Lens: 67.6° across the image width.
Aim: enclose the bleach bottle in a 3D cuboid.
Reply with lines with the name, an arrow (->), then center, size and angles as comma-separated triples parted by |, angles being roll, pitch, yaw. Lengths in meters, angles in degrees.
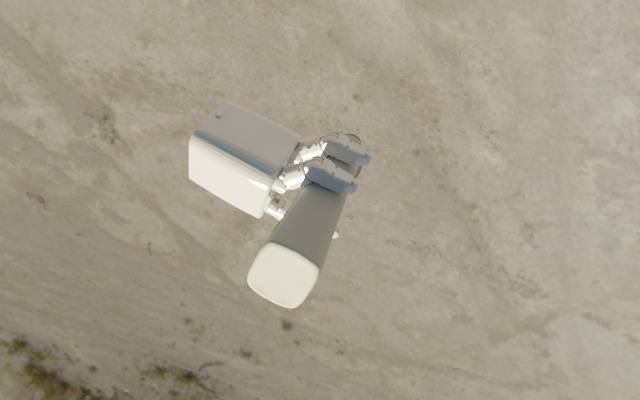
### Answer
bleach bottle -> 0.000, 0.002, 0.578 | 0.068, 0.103, 0.250 | 29, 44, -2
